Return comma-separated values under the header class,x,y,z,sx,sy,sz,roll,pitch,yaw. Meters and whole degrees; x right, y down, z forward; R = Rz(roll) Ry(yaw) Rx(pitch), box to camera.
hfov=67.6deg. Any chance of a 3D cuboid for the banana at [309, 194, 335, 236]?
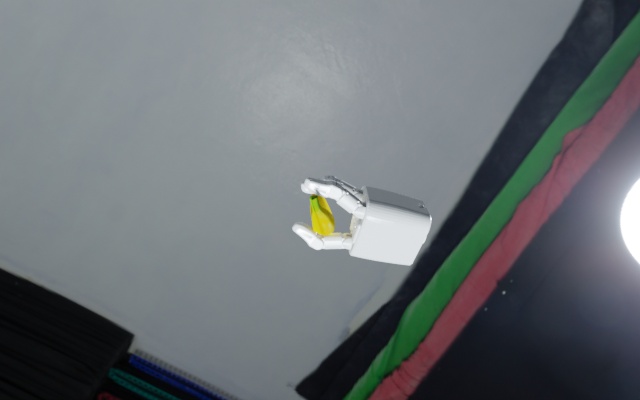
class,x,y,z,sx,sy,sz,roll,pitch,yaw
banana,0.002,0.021,0.793,0.037,0.069,0.198,-6,3,-2
